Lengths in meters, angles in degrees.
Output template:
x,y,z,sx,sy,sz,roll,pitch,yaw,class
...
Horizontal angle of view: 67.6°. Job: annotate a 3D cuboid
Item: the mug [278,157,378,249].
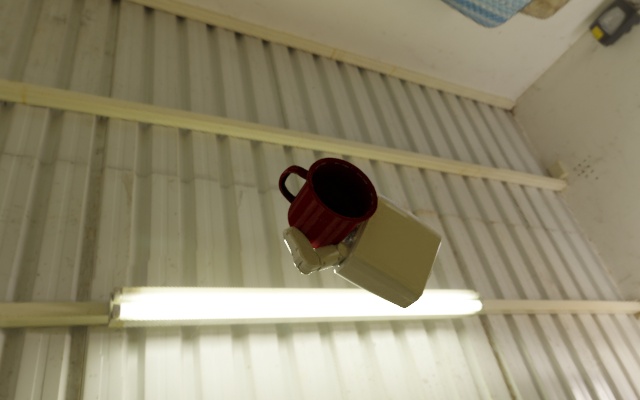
x,y,z,sx,sy,sz,roll,pitch,yaw,class
-0.001,0.001,0.585,0.117,0.093,0.081,32,-45,-6,mug
